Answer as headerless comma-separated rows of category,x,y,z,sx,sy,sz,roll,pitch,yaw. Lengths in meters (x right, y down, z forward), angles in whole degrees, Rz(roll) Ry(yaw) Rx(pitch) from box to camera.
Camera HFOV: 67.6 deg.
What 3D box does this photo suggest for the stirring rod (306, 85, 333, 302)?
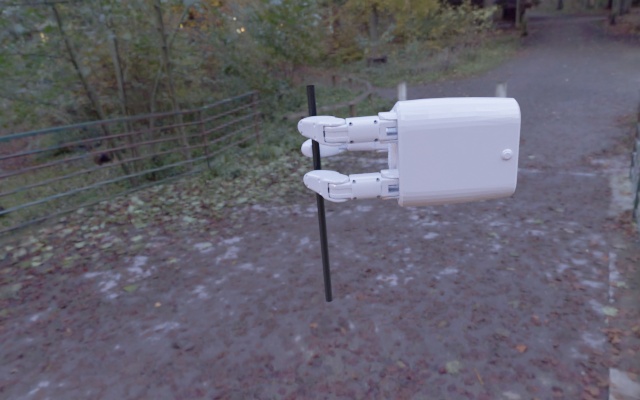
stirring rod,0.000,0.002,0.502,0.011,0.240,0.011,-4,21,2
